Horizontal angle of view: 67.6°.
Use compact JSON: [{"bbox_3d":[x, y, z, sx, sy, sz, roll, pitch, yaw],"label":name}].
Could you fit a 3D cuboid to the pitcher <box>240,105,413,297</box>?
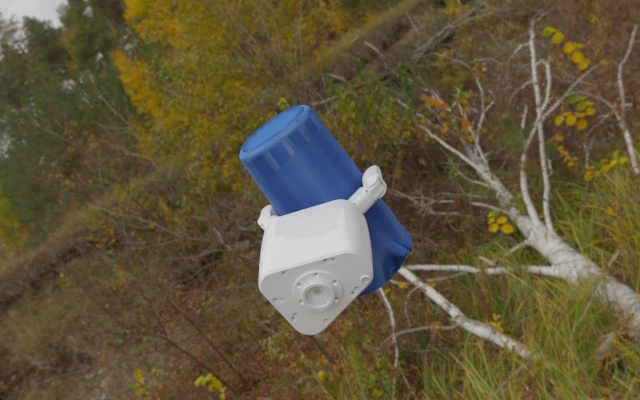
[{"bbox_3d":[0.000,0.002,0.635,0.149,0.243,0.145,-31,23,14],"label":"pitcher"}]
